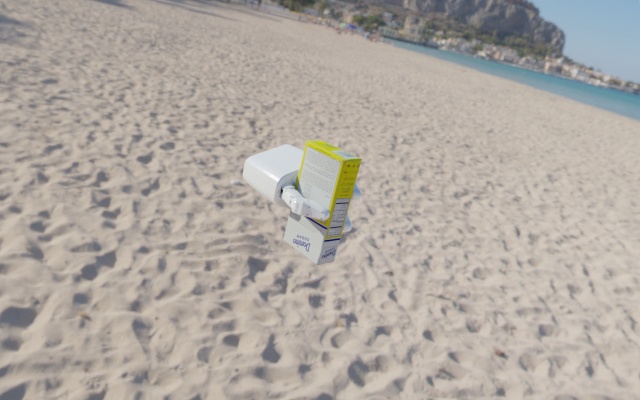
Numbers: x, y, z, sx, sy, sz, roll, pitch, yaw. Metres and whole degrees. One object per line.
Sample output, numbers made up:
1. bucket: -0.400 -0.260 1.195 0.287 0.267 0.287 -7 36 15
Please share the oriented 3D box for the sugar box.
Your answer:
1. sugar box: 0.000 0.002 0.759 0.048 0.176 0.093 -7 28 -42
